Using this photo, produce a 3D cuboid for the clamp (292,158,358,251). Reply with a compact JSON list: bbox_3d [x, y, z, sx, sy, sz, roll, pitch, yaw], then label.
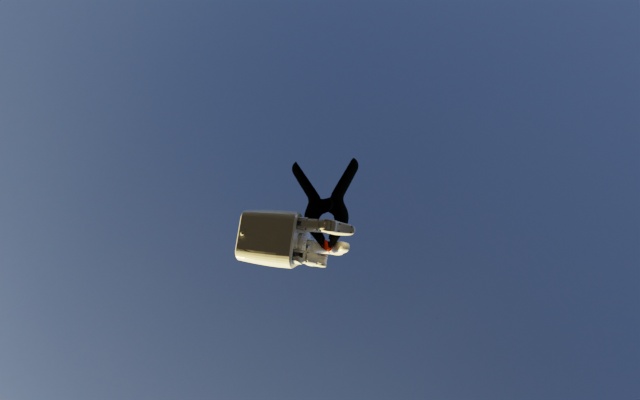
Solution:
[{"bbox_3d":[0.000,0.003,0.856,0.120,0.171,0.039,4,-12,16],"label":"clamp"}]
